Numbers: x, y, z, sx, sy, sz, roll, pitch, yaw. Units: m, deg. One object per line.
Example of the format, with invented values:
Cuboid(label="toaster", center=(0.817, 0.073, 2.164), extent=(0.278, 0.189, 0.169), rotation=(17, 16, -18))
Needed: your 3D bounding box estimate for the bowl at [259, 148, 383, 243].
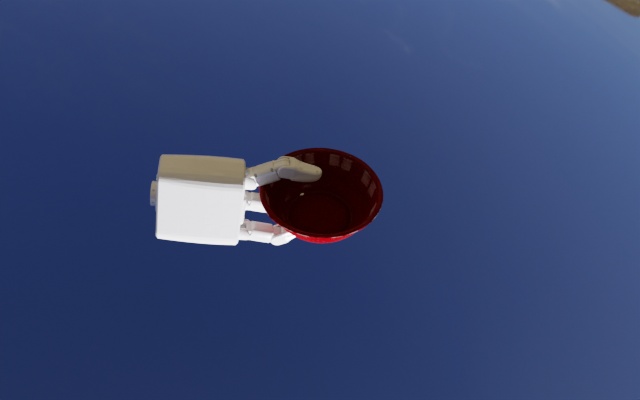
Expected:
Cuboid(label="bowl", center=(0.001, 0.003, 0.638), extent=(0.162, 0.162, 0.055), rotation=(0, -42, -3))
